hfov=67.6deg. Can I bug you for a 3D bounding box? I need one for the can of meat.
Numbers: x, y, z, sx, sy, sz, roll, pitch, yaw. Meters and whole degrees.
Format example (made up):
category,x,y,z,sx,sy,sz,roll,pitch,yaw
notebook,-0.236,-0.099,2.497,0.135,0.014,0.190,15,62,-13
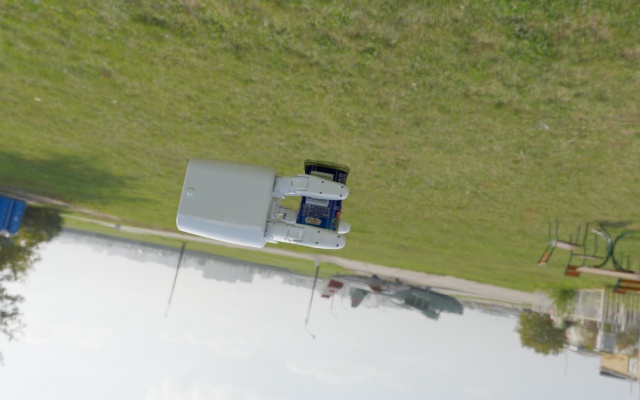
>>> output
category,x,y,z,sx,sy,sz,roll,pitch,yaw
can of meat,0.000,0.002,0.598,0.057,0.084,0.102,10,-8,-1
